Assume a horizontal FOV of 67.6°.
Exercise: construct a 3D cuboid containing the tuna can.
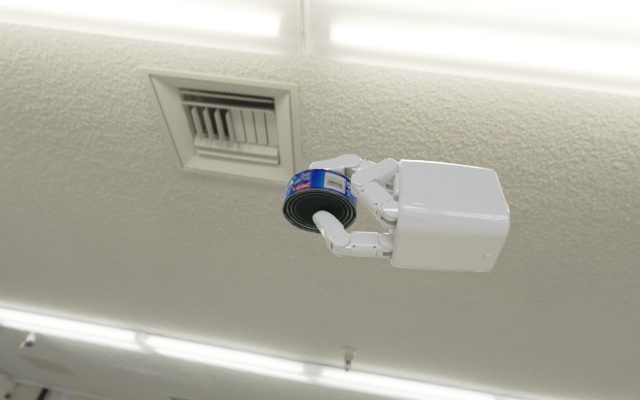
[{"bbox_3d":[0.000,0.001,0.558,0.086,0.033,0.086,4,-37,3],"label":"tuna can"}]
